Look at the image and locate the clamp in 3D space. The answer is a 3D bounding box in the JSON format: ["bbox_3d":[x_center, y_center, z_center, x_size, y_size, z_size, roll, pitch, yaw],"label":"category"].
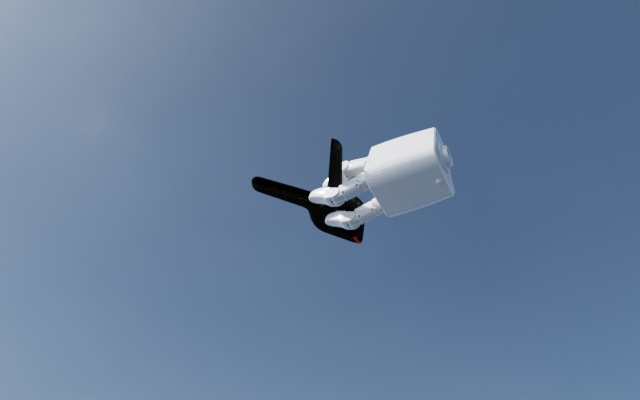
[{"bbox_3d":[0.001,0.002,0.778,0.164,0.036,0.210,-17,-49,24],"label":"clamp"}]
